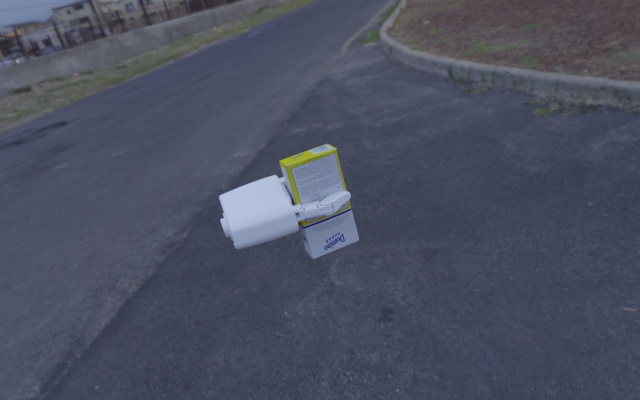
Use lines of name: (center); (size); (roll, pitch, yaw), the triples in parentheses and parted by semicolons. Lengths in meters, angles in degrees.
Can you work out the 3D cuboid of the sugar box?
sugar box: (0.000, 0.002, 0.814); (0.093, 0.176, 0.048); (-20, 25, -14)
